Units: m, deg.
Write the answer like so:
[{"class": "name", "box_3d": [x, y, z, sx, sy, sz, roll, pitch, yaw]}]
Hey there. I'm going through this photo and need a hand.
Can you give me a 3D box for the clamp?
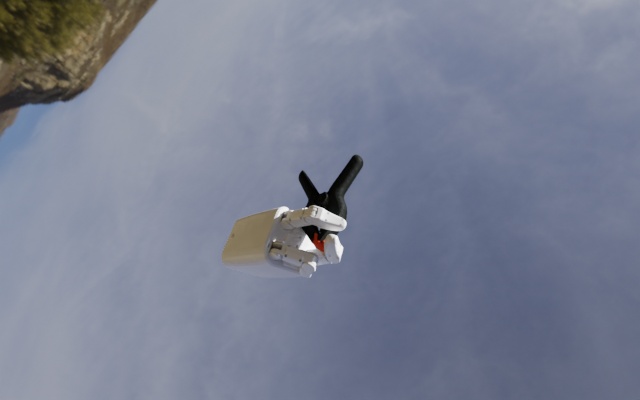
[{"class": "clamp", "box_3d": [0.001, 0.003, 0.770, 0.120, 0.171, 0.039, -11, -43, 38]}]
